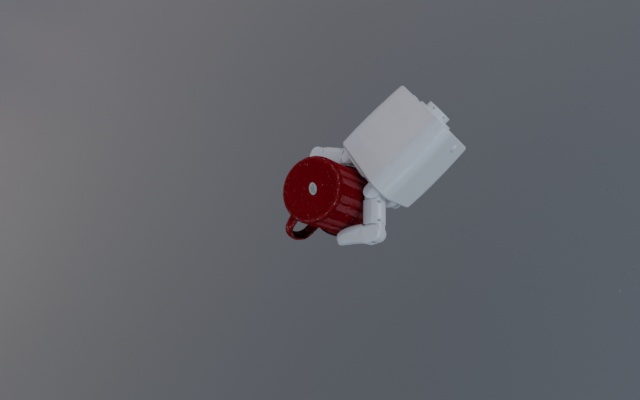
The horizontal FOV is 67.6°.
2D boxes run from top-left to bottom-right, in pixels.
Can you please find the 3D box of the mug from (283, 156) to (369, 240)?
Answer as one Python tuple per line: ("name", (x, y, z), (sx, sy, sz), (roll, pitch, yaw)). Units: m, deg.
("mug", (-0.001, 0.003, 0.587), (0.093, 0.117, 0.081), (50, 16, 28))
